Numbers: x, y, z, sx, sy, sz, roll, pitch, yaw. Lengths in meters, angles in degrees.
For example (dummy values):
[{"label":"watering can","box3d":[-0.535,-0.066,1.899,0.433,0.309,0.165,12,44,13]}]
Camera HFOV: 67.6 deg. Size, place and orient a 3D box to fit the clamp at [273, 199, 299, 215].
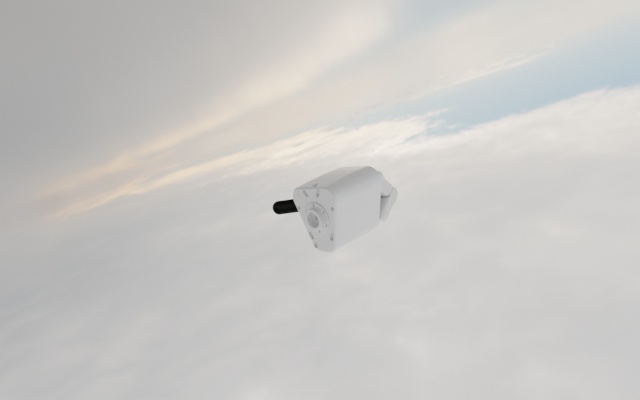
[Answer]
[{"label":"clamp","box3d":[0.000,0.003,0.851,0.120,0.039,0.171,-19,7,-41]}]
